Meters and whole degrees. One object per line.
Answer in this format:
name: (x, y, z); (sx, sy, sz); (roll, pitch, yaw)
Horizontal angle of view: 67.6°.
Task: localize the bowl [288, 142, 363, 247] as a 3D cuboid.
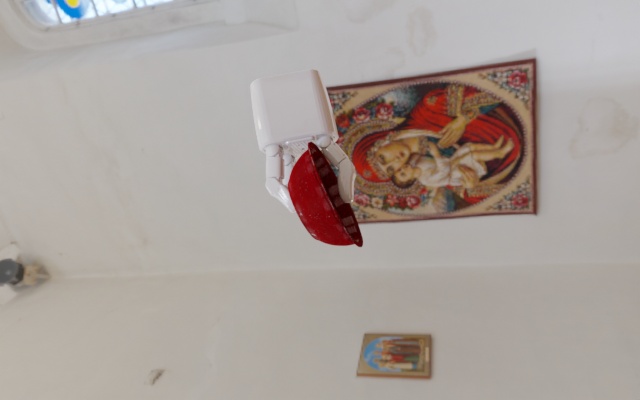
bowl: (0.000, 0.003, 0.662); (0.055, 0.162, 0.162); (-27, -5, 10)
